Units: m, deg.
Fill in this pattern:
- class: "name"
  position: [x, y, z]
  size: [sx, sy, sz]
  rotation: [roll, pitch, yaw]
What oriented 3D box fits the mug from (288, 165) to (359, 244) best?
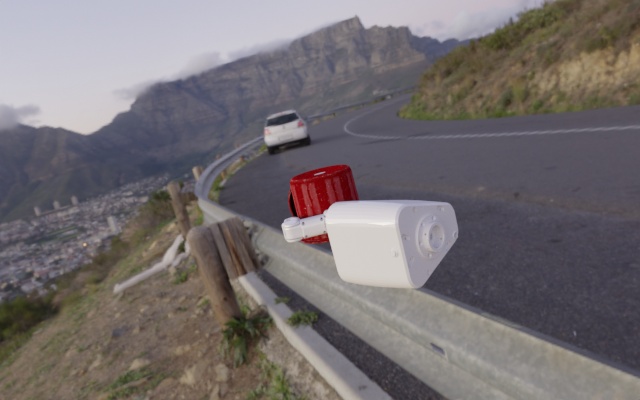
- class: "mug"
  position: [-0.001, 0.002, 0.630]
  size: [0.093, 0.081, 0.117]
  rotation: [-23, 14, -40]
